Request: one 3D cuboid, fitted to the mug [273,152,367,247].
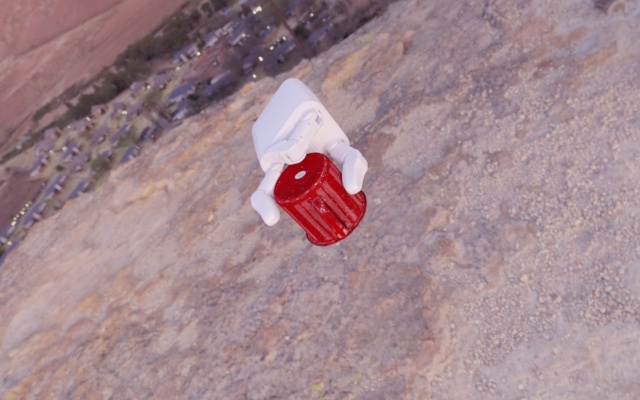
[{"bbox_3d":[0.000,0.003,0.572,0.081,0.093,0.117,47,10,-35],"label":"mug"}]
